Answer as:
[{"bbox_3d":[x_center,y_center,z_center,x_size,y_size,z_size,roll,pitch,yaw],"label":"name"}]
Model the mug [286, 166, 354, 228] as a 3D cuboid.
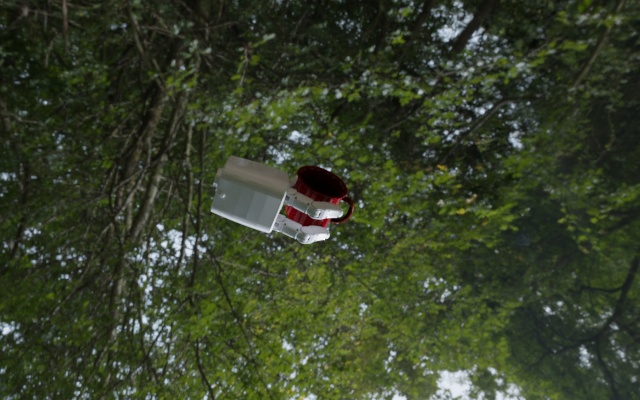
[{"bbox_3d":[0.001,0.003,0.833,0.117,0.081,0.093,21,30,-8],"label":"mug"}]
